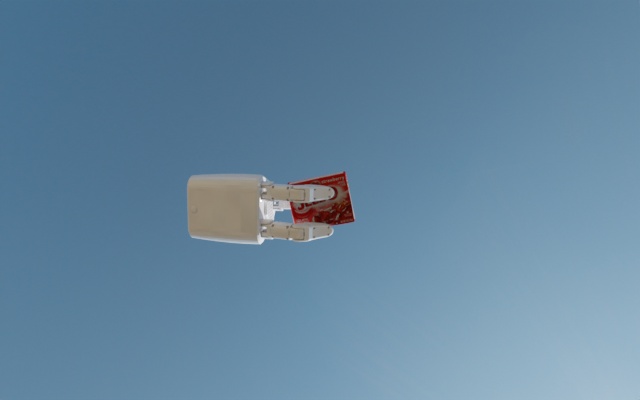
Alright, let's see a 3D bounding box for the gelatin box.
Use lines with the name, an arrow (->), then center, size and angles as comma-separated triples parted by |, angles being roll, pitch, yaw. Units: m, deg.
gelatin box -> 0.000, 0.002, 0.694 | 0.089, 0.073, 0.030 | -11, 9, 4
